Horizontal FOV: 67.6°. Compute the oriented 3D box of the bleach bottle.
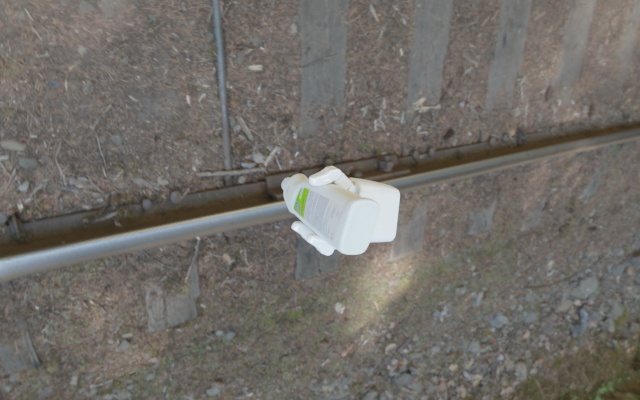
[{"bbox_3d":[0.000,0.003,0.869,0.068,0.102,0.250,6,17,-35],"label":"bleach bottle"}]
